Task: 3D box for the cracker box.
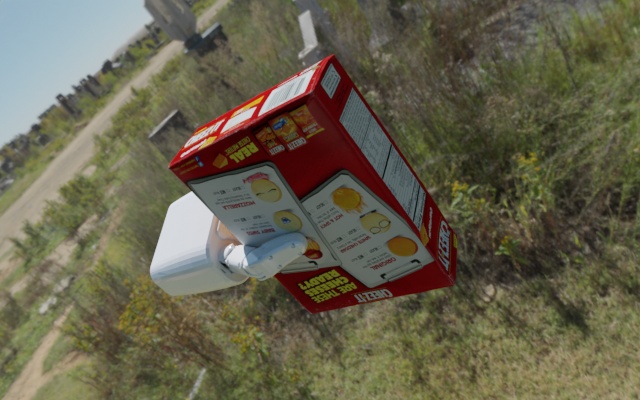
[{"bbox_3d":[0.000,0.001,0.427,0.164,0.214,0.072,-20,33,35],"label":"cracker box"}]
